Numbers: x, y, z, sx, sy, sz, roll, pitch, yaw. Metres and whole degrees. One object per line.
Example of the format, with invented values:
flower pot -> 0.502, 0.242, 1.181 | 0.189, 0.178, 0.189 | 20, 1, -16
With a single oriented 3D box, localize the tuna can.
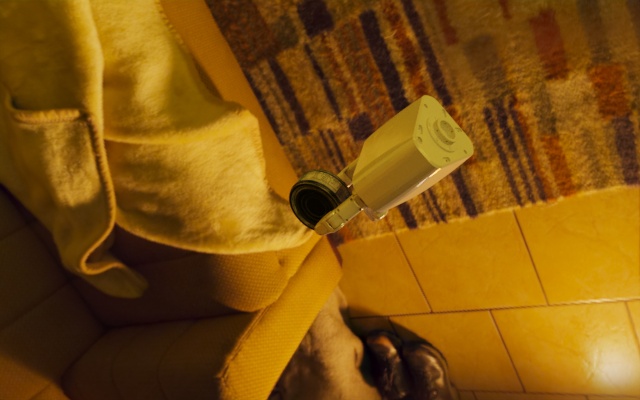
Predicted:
tuna can -> 0.000, 0.002, 0.651 | 0.086, 0.086, 0.033 | 0, 34, 35
